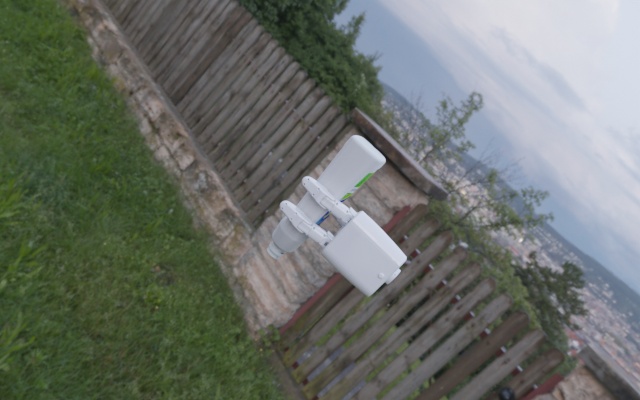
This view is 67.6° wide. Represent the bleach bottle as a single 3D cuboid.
[{"bbox_3d":[0.000,0.003,0.815,0.068,0.251,0.102,44,15,7],"label":"bleach bottle"}]
